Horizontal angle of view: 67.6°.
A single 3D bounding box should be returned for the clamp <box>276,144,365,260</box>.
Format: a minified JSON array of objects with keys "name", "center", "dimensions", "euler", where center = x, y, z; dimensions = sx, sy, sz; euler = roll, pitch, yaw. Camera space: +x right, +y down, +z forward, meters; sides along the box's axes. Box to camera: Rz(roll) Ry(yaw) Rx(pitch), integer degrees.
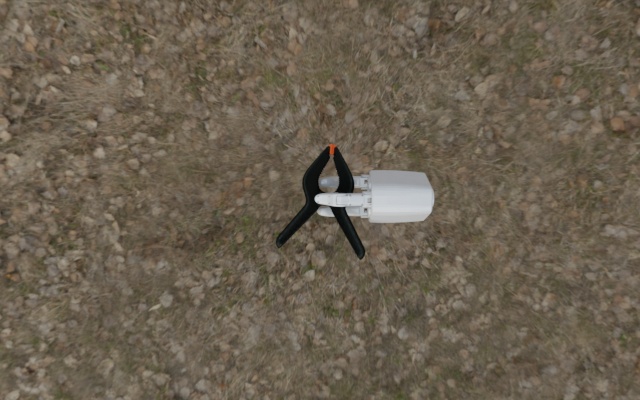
[{"name":"clamp","center":[0.000,0.002,0.870],"dimensions":[0.164,0.210,0.036],"euler":[1,4,4]}]
